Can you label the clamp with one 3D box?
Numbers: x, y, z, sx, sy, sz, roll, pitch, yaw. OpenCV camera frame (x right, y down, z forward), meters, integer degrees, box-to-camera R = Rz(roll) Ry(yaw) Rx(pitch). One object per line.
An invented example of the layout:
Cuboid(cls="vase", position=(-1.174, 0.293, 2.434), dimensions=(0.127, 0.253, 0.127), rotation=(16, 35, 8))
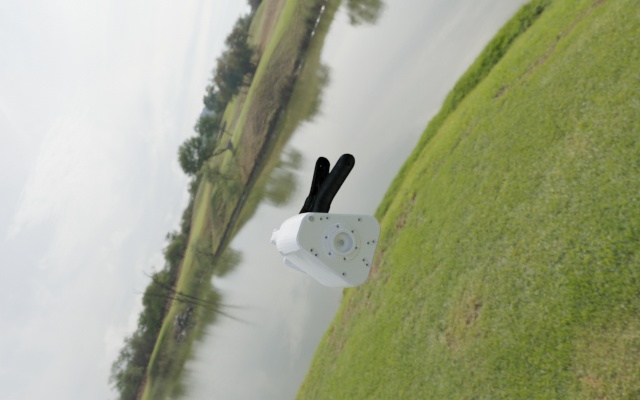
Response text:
Cuboid(cls="clamp", position=(-0.001, 0.002, 0.721), dimensions=(0.039, 0.171, 0.120), rotation=(20, -13, -14))
